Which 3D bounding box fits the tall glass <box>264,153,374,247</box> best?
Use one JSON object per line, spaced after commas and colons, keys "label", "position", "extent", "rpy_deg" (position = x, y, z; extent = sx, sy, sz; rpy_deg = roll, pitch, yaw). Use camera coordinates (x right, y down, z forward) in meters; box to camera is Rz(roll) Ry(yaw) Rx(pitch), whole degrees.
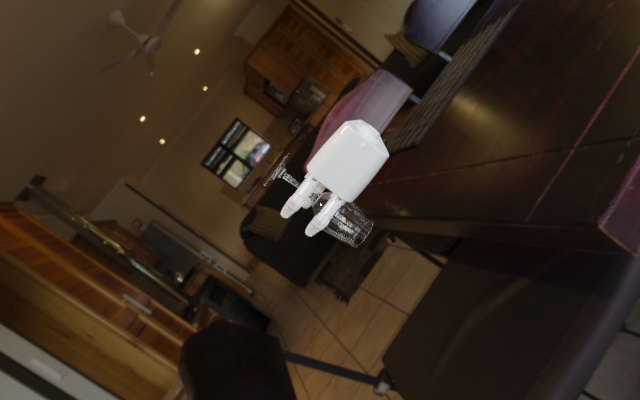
{"label": "tall glass", "position": [0.000, 0.003, 0.865], "extent": [0.201, 0.079, 0.079], "rpy_deg": [37, -6, -8]}
